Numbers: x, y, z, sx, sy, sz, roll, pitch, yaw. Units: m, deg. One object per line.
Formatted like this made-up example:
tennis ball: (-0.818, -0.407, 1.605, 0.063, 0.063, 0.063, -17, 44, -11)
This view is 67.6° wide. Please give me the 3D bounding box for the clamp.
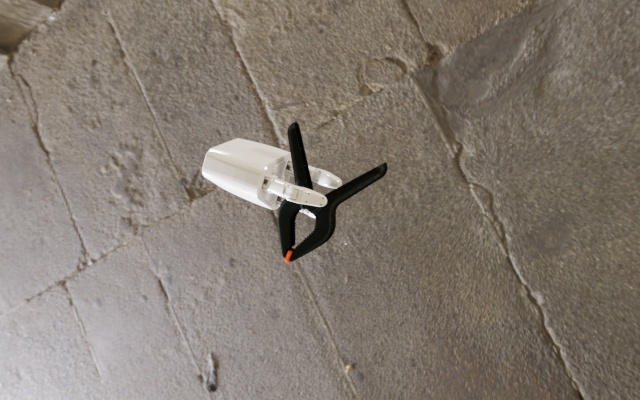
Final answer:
clamp: (-0.001, 0.003, 0.729, 0.164, 0.210, 0.036, 19, 9, 16)
